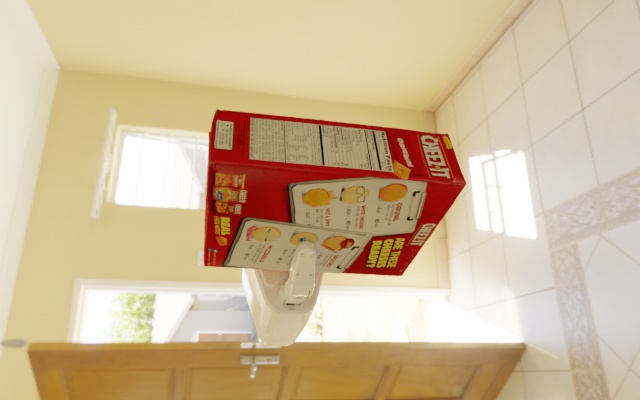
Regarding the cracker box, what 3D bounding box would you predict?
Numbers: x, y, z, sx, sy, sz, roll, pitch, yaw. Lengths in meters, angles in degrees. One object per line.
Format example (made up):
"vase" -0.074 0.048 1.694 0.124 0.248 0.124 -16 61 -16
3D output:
"cracker box" 0.000 0.002 0.456 0.214 0.072 0.164 4 -37 -12
